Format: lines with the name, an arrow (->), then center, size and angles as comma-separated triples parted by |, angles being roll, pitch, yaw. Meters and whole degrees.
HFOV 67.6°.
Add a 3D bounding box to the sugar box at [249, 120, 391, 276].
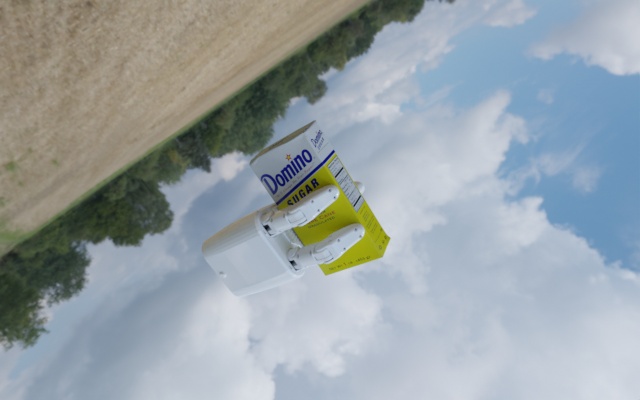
sugar box -> 0.000, 0.002, 0.577 | 0.093, 0.176, 0.048 | -25, 19, 34
